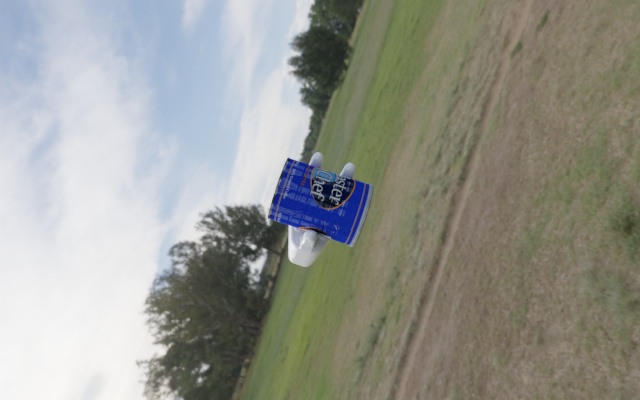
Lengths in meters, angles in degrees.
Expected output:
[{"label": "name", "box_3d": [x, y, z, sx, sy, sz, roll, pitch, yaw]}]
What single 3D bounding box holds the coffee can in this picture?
[{"label": "coffee can", "box_3d": [0.000, 0.002, 0.748, 0.140, 0.103, 0.103, 18, -1, -1]}]
